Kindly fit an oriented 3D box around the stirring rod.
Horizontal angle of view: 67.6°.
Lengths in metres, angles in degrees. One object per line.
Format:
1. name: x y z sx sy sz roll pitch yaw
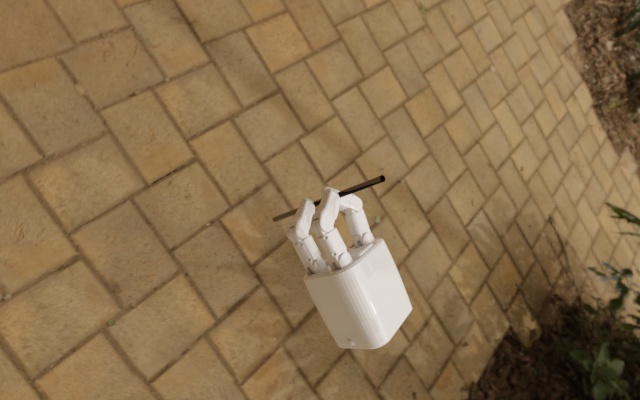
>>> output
1. stirring rod: 0.000 0.002 0.625 0.011 0.011 0.239 0 -13 -36
